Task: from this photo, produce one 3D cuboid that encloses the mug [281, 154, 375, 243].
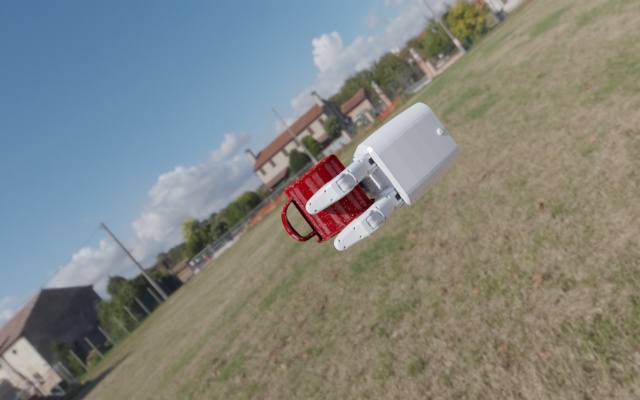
[{"bbox_3d":[-0.001,0.003,0.607,0.117,0.081,0.093,-39,4,-19],"label":"mug"}]
